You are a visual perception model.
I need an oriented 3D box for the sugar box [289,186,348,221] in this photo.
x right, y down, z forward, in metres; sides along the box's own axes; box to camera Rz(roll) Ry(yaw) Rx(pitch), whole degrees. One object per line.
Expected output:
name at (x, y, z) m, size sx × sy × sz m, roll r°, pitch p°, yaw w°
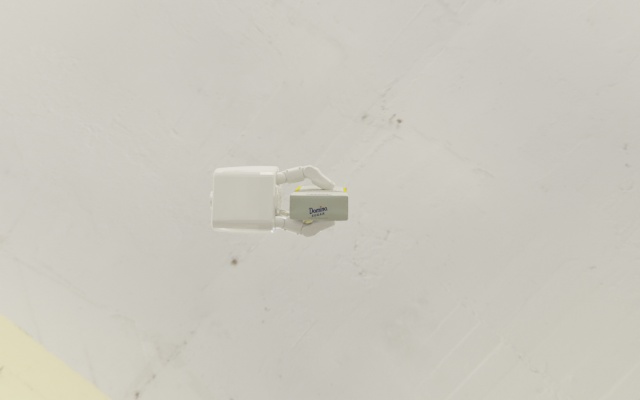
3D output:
sugar box at (0.000, 0.003, 0.817) m, size 0.093 × 0.048 × 0.176 m, roll 1°, pitch 8°, yaw 2°
